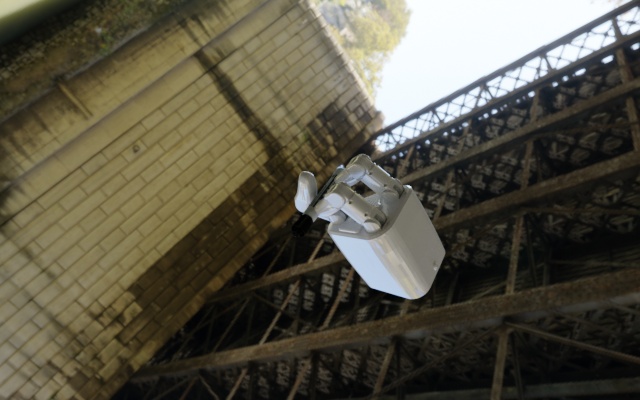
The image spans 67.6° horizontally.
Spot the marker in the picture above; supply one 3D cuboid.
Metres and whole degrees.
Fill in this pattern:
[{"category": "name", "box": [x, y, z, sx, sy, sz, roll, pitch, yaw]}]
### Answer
[{"category": "marker", "box": [0.000, 0.002, 0.593, 0.020, 0.020, 0.121, 0, 39, 38]}]
